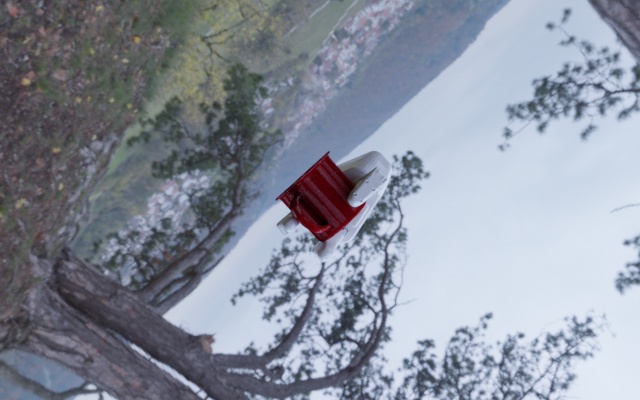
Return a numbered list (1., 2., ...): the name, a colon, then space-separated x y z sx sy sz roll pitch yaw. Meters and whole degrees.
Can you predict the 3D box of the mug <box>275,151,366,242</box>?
1. mug: 0.000 0.003 0.595 0.093 0.081 0.117 -40 4 27
